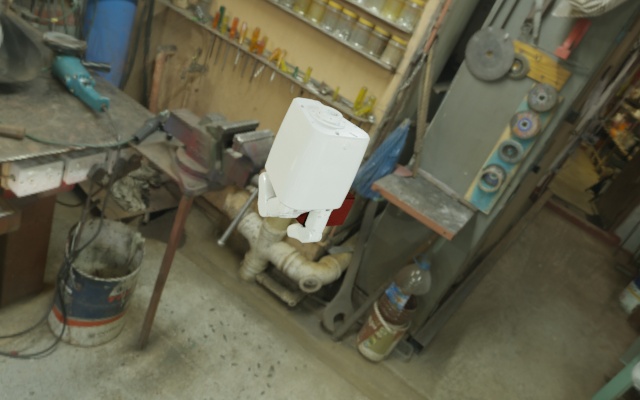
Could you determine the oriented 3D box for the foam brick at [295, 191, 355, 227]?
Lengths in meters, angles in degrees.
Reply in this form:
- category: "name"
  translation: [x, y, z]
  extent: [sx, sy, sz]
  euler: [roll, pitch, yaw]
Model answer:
- category: "foam brick"
  translation: [0.000, 0.002, 0.690]
  extent: [0.078, 0.051, 0.053]
  euler: [-1, 36, -41]
